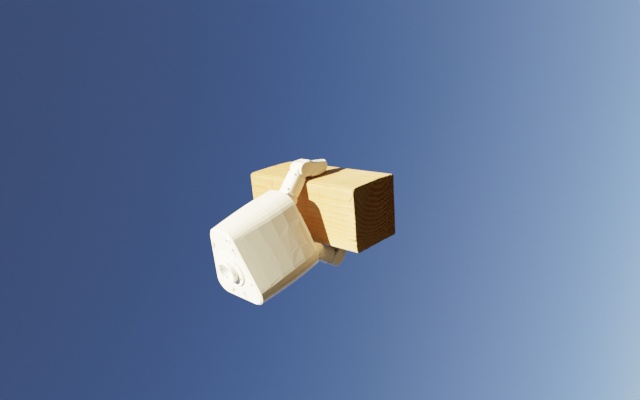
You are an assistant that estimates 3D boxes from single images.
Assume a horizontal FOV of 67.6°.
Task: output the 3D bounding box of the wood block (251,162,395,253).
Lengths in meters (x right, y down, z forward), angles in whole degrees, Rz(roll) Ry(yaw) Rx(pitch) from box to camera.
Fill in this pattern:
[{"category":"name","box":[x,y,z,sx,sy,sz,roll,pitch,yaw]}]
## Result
[{"category":"wood block","box":[0.000,0.002,0.706,0.206,0.091,0.090,11,23,42]}]
